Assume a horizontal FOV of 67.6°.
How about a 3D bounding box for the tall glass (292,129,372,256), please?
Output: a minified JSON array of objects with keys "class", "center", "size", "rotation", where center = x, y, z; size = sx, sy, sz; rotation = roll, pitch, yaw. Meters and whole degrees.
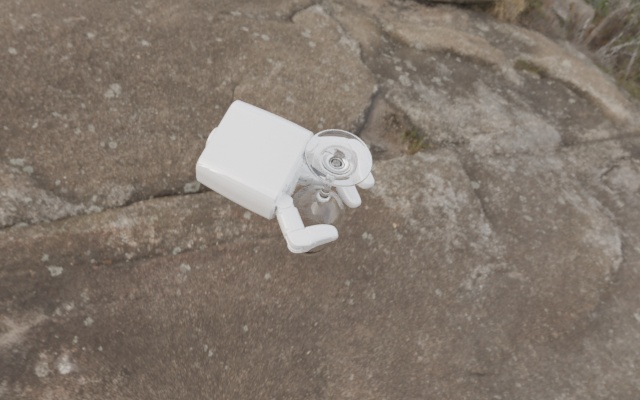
[{"class":"tall glass","center":[0.000,0.002,0.593],"size":[0.079,0.079,0.201],"rotation":[0,-29,-13]}]
